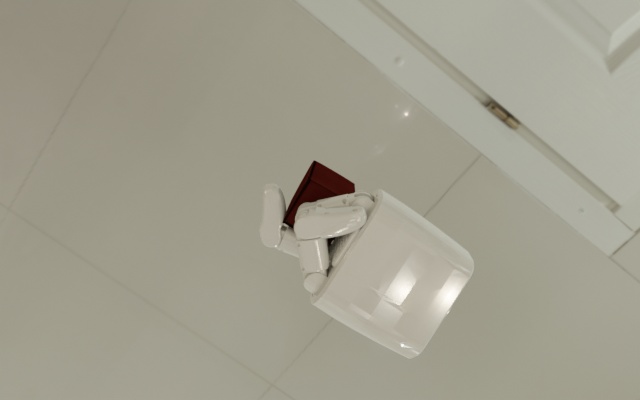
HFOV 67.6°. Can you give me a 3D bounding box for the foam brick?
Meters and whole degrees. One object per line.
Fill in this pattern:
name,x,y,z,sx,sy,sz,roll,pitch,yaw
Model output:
foam brick,0.000,0.001,0.479,0.051,0.053,0.078,29,18,-6
